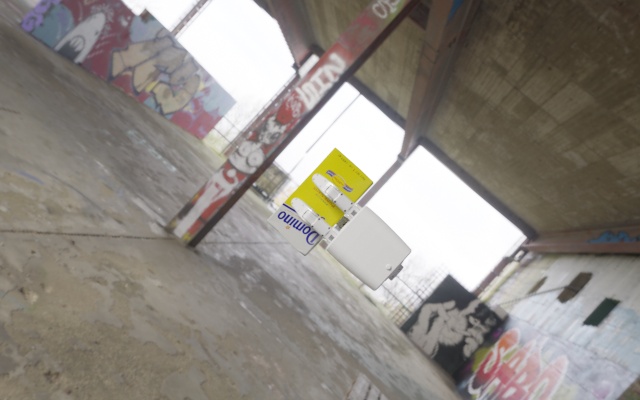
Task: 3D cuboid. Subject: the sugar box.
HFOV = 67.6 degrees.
[{"bbox_3d":[0.000,0.003,0.831,0.093,0.176,0.048,42,1,6],"label":"sugar box"}]
